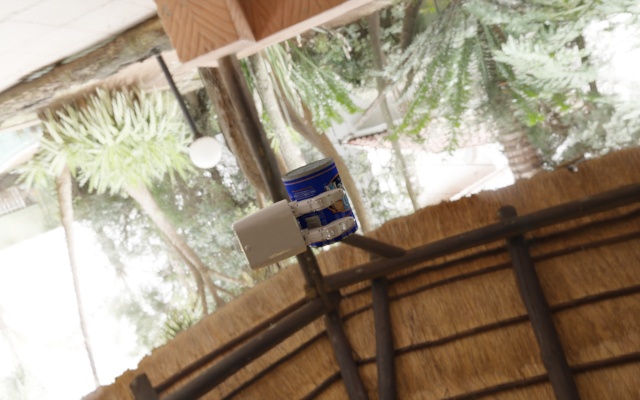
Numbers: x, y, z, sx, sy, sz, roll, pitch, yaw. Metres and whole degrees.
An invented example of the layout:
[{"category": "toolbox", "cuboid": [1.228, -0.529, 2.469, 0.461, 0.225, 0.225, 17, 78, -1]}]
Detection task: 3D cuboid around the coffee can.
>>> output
[{"category": "coffee can", "cuboid": [0.000, 0.003, 0.888, 0.103, 0.140, 0.102, -20, 11, 4]}]
